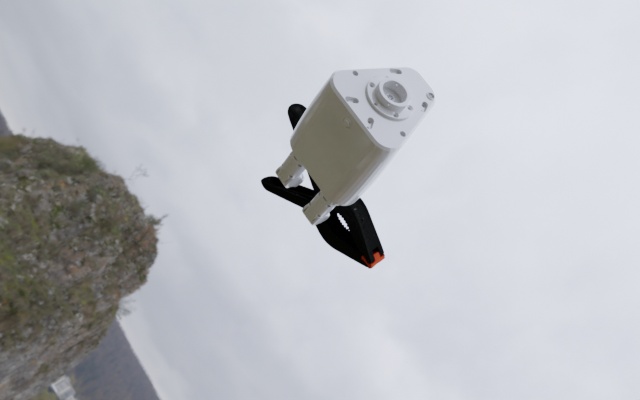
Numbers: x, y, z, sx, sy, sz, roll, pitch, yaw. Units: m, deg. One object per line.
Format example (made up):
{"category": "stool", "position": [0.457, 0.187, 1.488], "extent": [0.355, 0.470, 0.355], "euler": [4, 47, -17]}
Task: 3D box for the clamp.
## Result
{"category": "clamp", "position": [0.001, 0.002, 0.610], "extent": [0.036, 0.210, 0.165], "euler": [-30, -11, -33]}
